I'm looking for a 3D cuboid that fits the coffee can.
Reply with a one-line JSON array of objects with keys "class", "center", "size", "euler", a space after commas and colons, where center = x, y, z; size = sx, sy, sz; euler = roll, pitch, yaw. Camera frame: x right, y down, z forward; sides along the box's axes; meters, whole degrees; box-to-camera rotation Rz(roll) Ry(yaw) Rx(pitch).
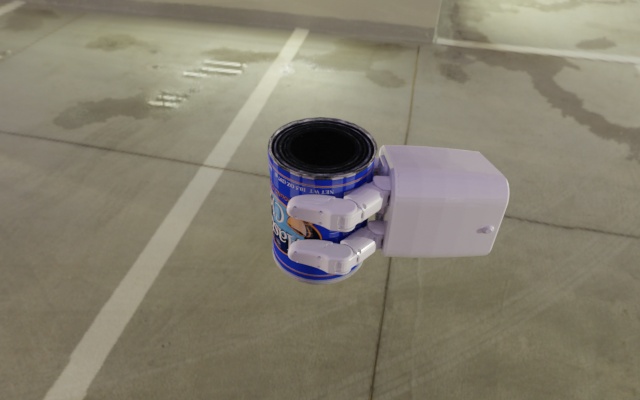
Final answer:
[{"class": "coffee can", "center": [0.000, 0.002, 0.489], "size": [0.103, 0.140, 0.102], "euler": [1, 40, -1]}]
